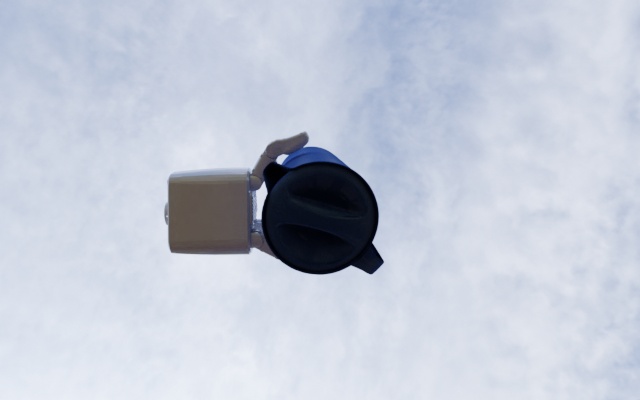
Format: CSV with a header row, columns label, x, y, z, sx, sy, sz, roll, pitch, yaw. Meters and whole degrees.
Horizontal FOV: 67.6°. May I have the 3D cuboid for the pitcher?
label,x,y,z,sx,sy,sz,roll,pitch,yaw
pitcher,0.000,0.002,0.647,0.145,0.149,0.242,-3,14,-3
